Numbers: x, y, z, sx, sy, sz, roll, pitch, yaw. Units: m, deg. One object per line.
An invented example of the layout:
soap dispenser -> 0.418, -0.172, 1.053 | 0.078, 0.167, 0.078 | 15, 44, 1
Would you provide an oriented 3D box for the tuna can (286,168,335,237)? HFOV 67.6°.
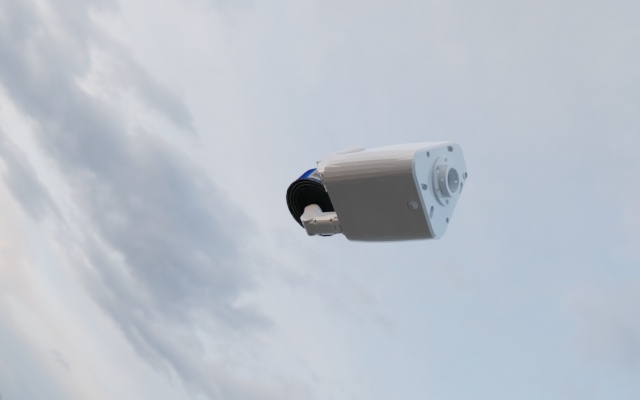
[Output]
tuna can -> 0.000, 0.002, 0.612 | 0.086, 0.086, 0.033 | 0, 31, 37
